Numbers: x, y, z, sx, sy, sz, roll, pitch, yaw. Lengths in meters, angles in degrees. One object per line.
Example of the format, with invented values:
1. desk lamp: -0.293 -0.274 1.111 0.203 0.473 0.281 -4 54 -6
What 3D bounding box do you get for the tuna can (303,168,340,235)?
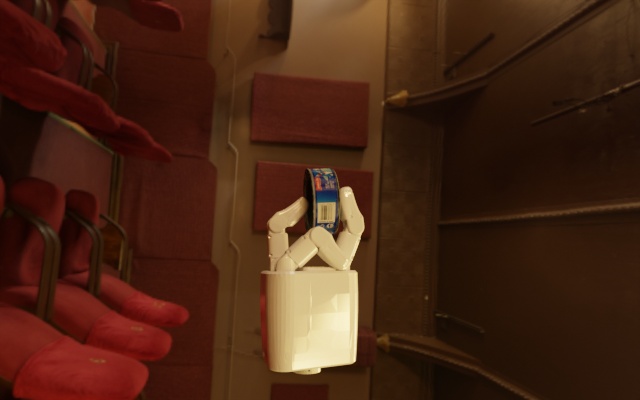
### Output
1. tuna can: 0.001 0.002 0.603 0.034 0.086 0.086 -2 0 -10
